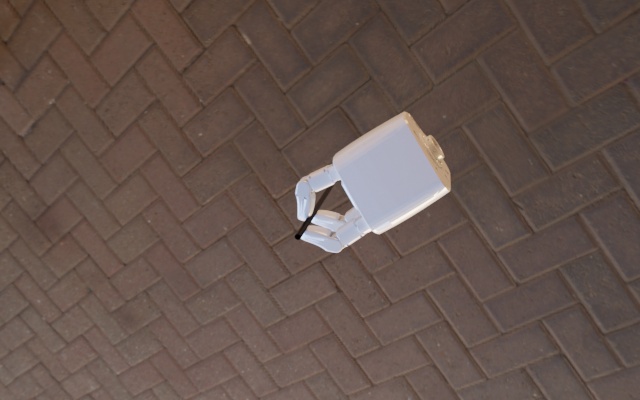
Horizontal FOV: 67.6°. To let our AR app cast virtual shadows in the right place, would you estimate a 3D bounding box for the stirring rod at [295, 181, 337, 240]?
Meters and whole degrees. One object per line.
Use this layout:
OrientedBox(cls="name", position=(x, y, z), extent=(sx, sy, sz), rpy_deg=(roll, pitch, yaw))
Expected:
OrientedBox(cls="stirring rod", position=(0.000, 0.002, 0.697), extent=(0.011, 0.011, 0.239), rpy_deg=(0, 21, 15))
